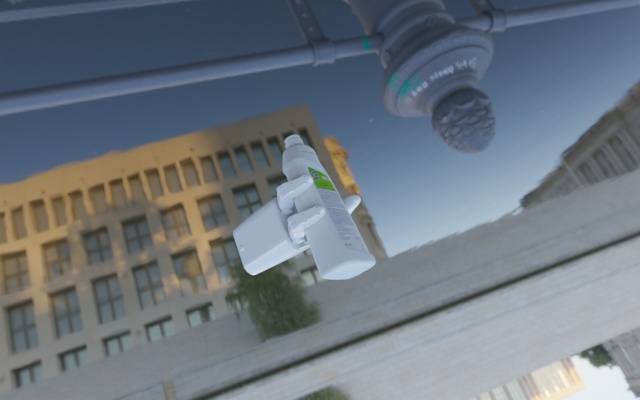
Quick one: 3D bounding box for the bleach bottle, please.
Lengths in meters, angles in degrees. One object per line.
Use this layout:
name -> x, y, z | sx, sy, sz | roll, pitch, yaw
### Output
bleach bottle -> 0.000, 0.003, 0.784 | 0.068, 0.250, 0.102 | -34, -25, 25
